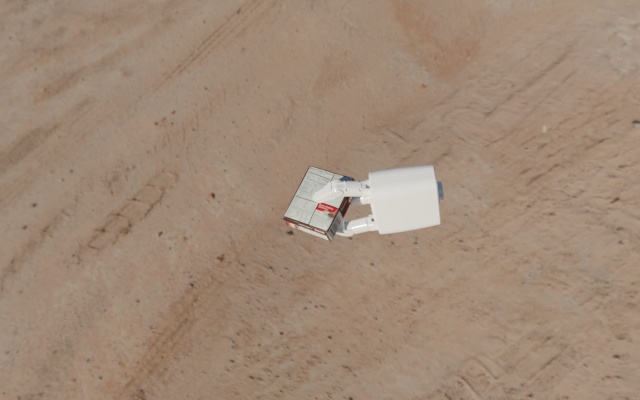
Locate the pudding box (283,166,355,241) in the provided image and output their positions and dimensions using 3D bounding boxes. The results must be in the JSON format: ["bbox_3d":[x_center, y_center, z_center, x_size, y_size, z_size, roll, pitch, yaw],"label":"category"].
[{"bbox_3d":[0.000,0.003,0.824,0.090,0.113,0.039,18,-23,24],"label":"pudding box"}]
